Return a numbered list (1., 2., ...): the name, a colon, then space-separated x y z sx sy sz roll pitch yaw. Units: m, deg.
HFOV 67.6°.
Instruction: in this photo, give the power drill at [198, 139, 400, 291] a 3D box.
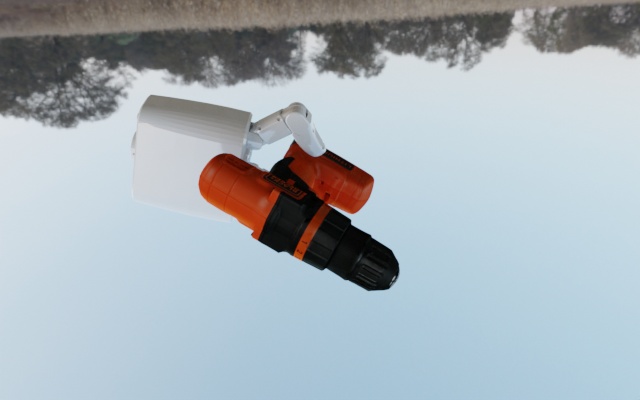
1. power drill: 0.000 0.001 0.460 0.184 0.057 0.187 31 19 5
